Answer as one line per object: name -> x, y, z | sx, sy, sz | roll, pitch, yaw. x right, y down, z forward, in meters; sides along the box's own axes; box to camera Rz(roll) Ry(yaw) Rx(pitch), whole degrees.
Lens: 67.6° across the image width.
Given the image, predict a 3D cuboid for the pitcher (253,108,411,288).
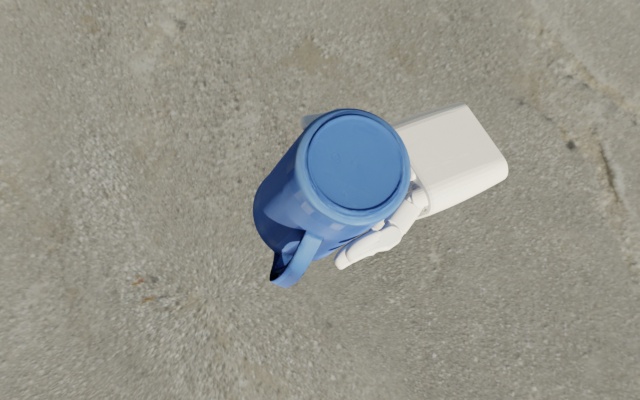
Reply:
pitcher -> 0.000, 0.002, 0.523 | 0.145, 0.149, 0.243 | -20, -6, -16
